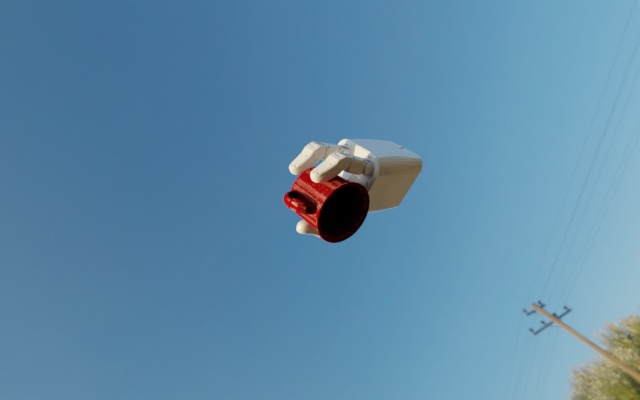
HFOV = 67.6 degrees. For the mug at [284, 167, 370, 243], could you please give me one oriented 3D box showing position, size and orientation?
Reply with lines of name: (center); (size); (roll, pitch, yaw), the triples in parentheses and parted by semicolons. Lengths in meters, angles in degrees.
mug: (-0.001, 0.002, 0.678); (0.117, 0.093, 0.081); (-4, 27, -38)
